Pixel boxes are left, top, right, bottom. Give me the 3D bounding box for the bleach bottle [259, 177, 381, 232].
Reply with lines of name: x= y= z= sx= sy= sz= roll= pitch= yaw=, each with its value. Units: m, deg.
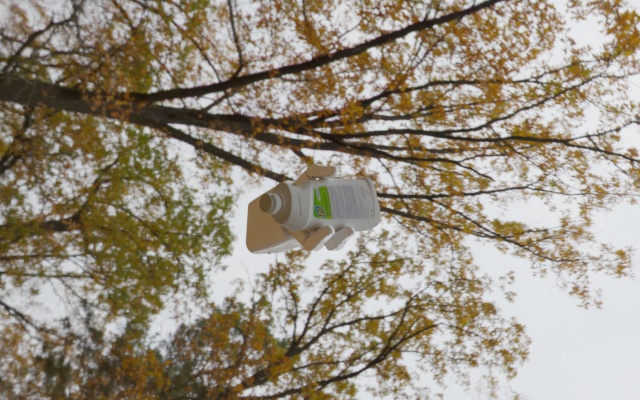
bleach bottle: x=0.000 y=0.003 z=0.798 sx=0.068 sy=0.102 sz=0.251 roll=-25 pitch=-19 yaw=38
